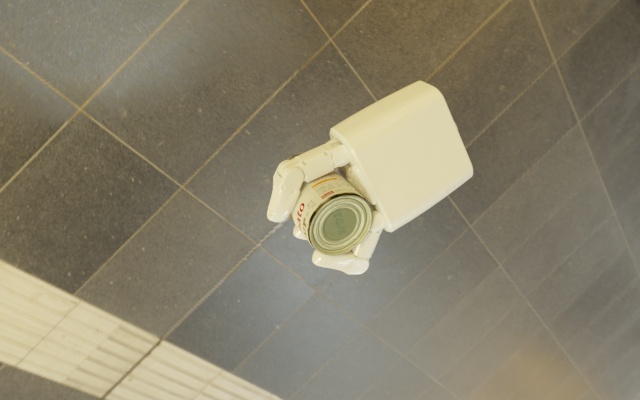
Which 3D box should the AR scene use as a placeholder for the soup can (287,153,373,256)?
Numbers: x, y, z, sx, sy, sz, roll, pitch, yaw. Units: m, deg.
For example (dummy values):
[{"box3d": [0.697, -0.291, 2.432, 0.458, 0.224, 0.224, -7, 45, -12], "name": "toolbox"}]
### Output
[{"box3d": [0.000, 0.002, 0.480, 0.068, 0.068, 0.102, 0, 26, -26], "name": "soup can"}]
